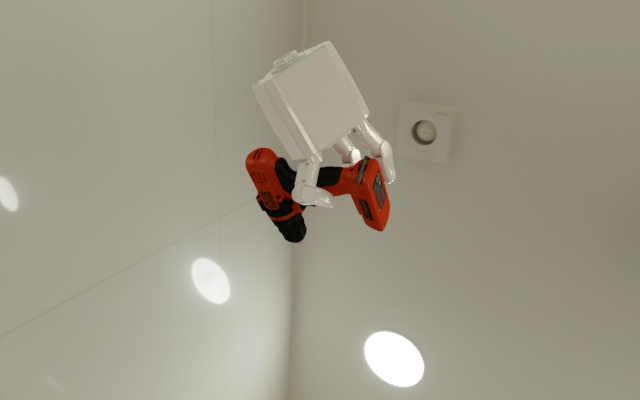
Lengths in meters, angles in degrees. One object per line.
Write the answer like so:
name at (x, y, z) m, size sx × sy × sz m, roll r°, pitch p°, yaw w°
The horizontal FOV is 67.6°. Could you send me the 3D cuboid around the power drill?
power drill at (0.000, 0.002, 0.684) m, size 0.187 × 0.057 × 0.185 m, roll 1°, pitch -41°, yaw 23°
